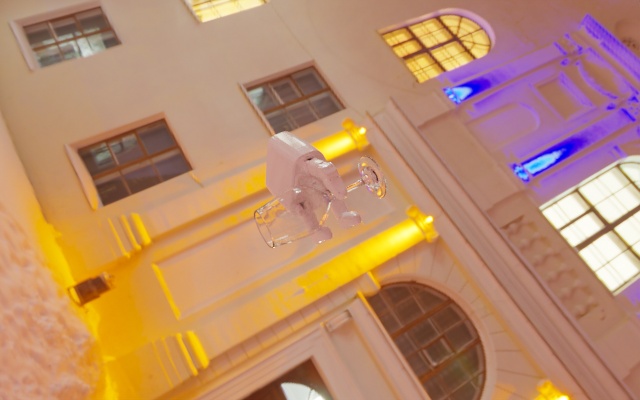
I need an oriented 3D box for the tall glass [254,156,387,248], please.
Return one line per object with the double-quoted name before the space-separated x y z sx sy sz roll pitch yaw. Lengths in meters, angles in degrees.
"tall glass" 0.001 0.002 0.736 0.201 0.079 0.079 -26 10 -20
